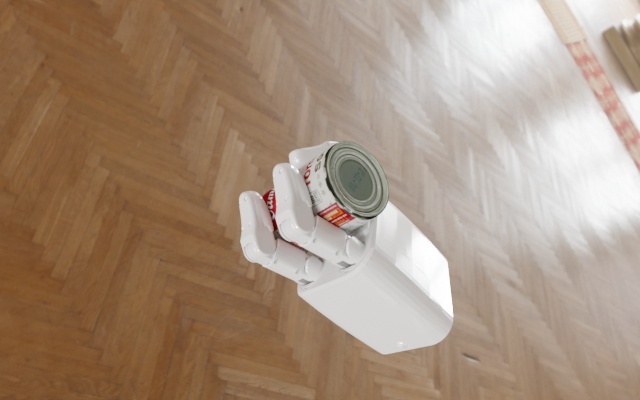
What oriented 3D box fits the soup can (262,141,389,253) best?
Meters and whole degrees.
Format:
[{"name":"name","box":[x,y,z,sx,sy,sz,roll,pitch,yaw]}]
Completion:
[{"name":"soup can","box":[0.000,0.001,0.408,0.068,0.068,0.102,0,-21,-40]}]
